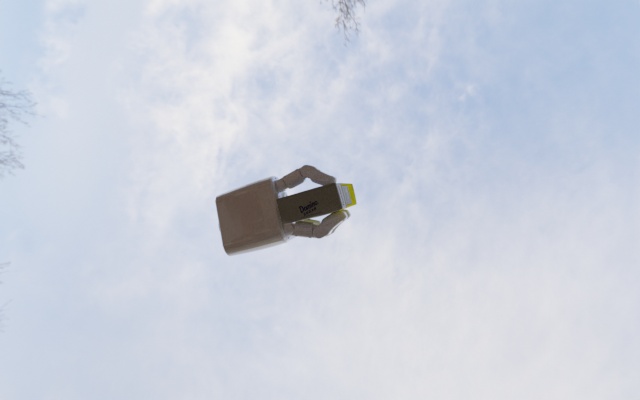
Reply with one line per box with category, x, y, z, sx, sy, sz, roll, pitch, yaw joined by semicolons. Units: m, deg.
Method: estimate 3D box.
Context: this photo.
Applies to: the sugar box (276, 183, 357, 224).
sugar box;0.000;0.003;0.755;0.093;0.048;0.176;-15;1;12
